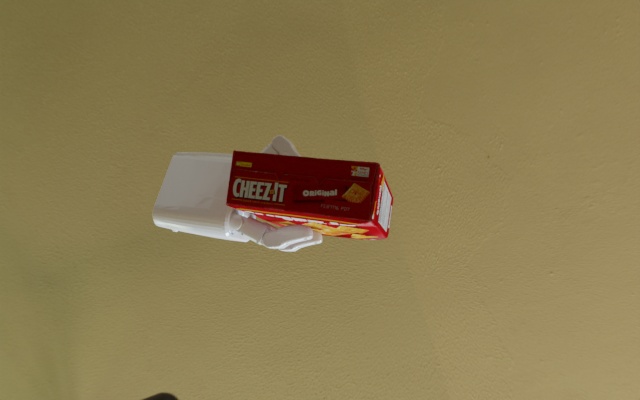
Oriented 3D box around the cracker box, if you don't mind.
[{"bbox_3d":[0.000,0.002,0.601,0.164,0.072,0.214,6,-8,13],"label":"cracker box"}]
